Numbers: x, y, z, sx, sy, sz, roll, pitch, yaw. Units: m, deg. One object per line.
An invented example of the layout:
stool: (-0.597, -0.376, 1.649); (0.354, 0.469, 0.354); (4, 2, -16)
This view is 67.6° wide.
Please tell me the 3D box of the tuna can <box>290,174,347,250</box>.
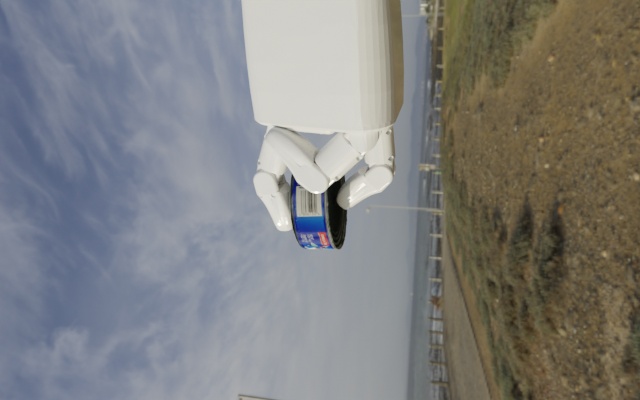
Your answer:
tuna can: (0.000, 0.001, 0.429); (0.034, 0.086, 0.086); (-2, -1, 14)
